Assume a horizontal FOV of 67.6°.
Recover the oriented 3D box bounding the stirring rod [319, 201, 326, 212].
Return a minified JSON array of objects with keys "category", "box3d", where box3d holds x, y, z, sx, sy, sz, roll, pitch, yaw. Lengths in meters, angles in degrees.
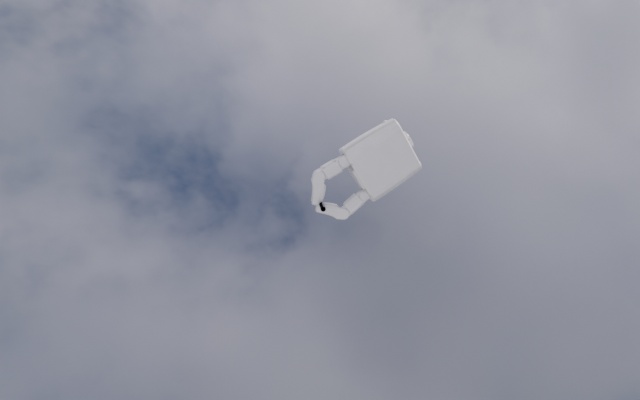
[{"category":"stirring rod","box3d":[0.000,0.003,0.858,0.011,0.011,0.239,0,5,-2]}]
